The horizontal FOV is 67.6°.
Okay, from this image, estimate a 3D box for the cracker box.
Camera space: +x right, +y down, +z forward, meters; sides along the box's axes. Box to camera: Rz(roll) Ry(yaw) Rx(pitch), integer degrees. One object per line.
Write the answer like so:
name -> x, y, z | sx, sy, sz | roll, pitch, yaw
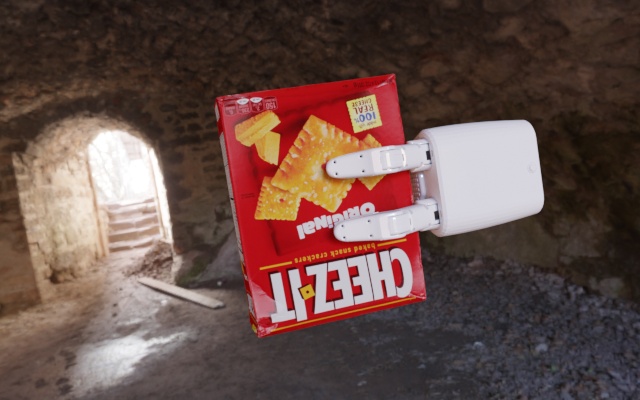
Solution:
cracker box -> 0.000, 0.001, 0.447 | 0.164, 0.214, 0.072 | -10, 3, -13
